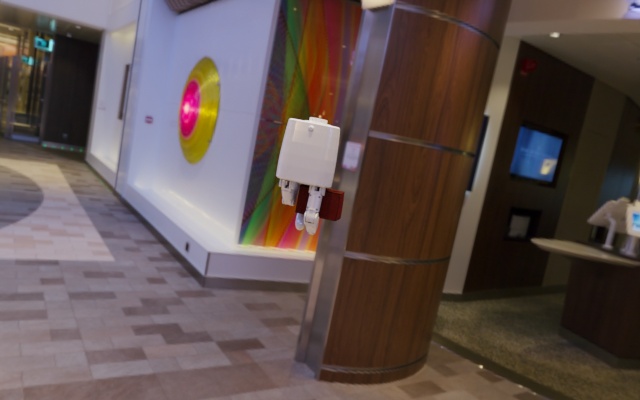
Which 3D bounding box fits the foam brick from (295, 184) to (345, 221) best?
[{"bbox_3d":[0.000,0.003,0.863,0.078,0.051,0.053,12,6,9],"label":"foam brick"}]
